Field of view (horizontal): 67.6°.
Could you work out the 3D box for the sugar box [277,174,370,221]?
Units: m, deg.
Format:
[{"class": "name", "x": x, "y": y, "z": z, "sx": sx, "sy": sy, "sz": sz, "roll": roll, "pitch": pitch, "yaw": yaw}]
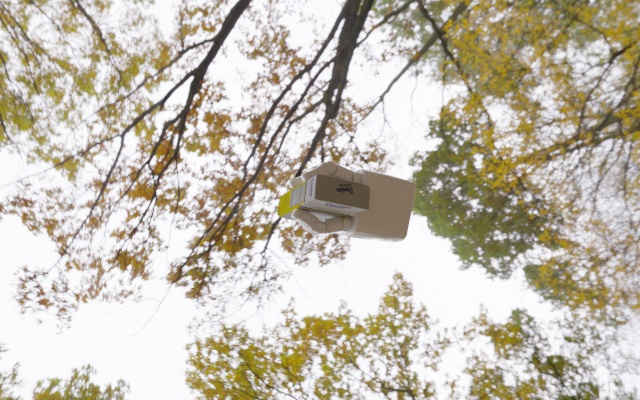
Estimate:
[{"class": "sugar box", "x": 0.000, "y": 0.002, "z": 0.790, "sx": 0.093, "sy": 0.048, "sz": 0.176, "roll": 12, "pitch": -17, "yaw": -22}]
